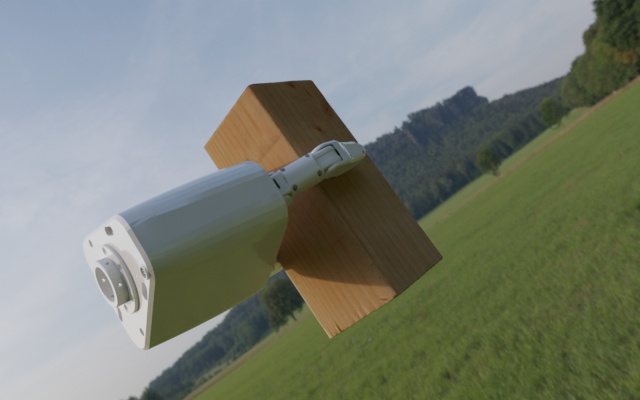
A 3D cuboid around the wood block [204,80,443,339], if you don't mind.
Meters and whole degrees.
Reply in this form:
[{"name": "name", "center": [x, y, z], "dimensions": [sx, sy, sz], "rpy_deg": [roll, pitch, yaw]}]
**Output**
[{"name": "wood block", "center": [0.000, 0.001, 0.429], "dimensions": [0.091, 0.206, 0.090], "rpy_deg": [-43, -13, 37]}]
